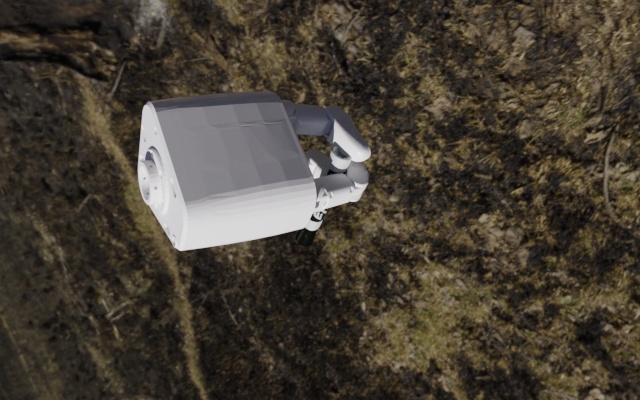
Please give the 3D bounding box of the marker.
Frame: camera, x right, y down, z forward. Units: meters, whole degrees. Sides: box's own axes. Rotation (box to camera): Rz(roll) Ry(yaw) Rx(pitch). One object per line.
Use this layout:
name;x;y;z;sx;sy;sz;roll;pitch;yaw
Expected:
marker;0.000;0.001;0.444;0.020;0.020;0.121;0;-44;-25
